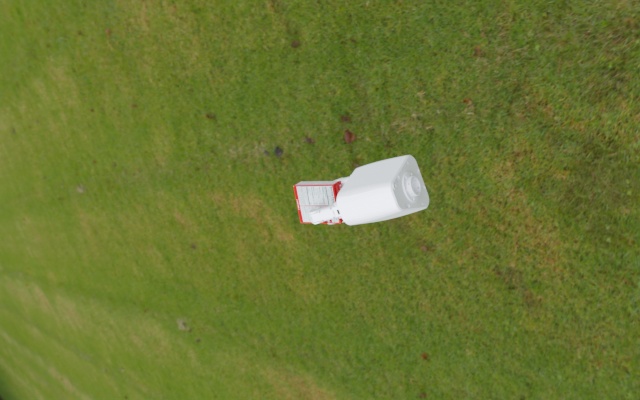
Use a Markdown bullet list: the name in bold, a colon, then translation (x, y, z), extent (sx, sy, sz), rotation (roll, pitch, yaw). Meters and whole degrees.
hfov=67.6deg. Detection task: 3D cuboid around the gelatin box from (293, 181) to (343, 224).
- **gelatin box**: translation (0.000, 0.003, 0.857), extent (0.089, 0.073, 0.030), rotation (-1, 19, 32)
